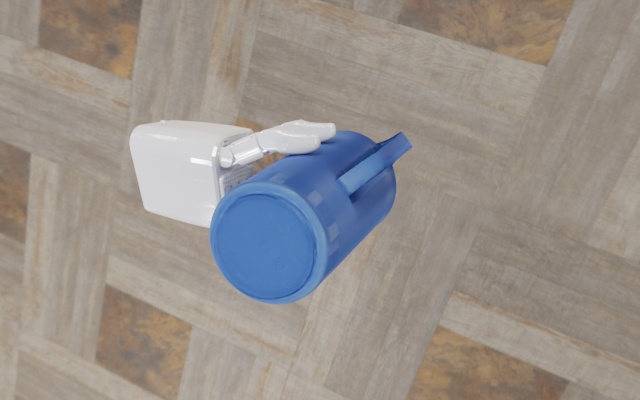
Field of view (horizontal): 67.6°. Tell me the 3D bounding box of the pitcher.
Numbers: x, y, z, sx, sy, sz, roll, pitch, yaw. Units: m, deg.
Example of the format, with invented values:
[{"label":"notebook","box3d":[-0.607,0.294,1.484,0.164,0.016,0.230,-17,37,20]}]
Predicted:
[{"label":"pitcher","box3d":[0.000,0.002,0.489,0.145,0.149,0.242,13,19,15]}]
